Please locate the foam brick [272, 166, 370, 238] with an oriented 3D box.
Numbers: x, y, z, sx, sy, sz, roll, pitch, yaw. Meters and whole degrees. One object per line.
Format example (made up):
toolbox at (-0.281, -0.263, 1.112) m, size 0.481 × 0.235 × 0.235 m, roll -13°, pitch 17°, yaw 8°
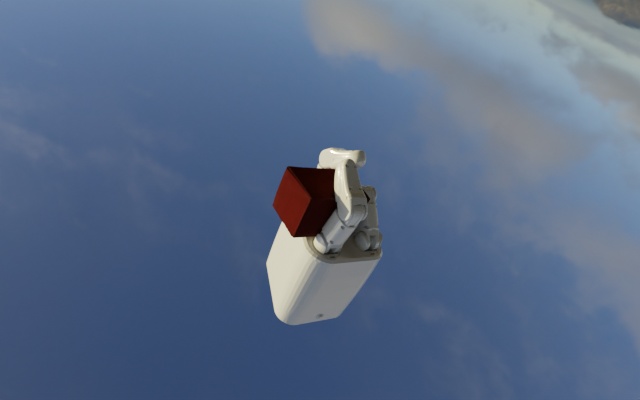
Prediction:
foam brick at (0.000, 0.001, 0.488) m, size 0.078 × 0.051 × 0.053 m, roll 1°, pitch 40°, yaw -37°
